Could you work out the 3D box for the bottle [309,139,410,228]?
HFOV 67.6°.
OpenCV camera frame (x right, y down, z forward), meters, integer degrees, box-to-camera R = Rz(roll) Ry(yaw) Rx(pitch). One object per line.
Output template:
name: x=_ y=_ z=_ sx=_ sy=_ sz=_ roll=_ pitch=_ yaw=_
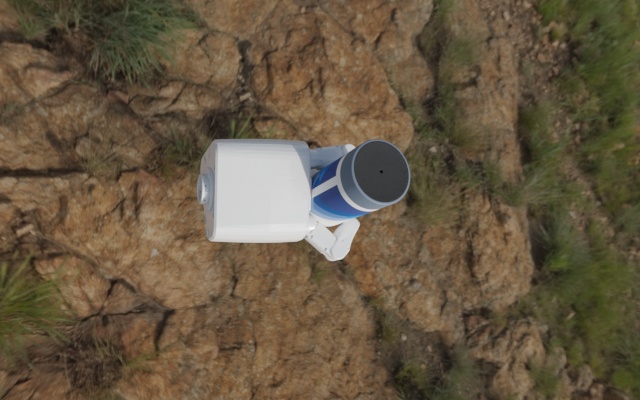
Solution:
bottle: x=0.000 y=0.002 z=0.593 sx=0.069 sy=0.069 sz=0.296 roll=0 pitch=-12 yaw=-24
